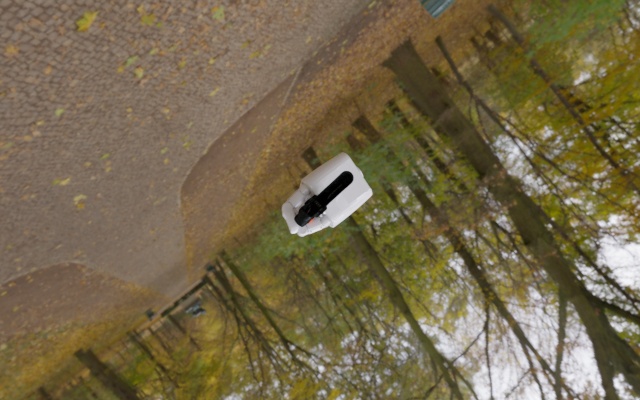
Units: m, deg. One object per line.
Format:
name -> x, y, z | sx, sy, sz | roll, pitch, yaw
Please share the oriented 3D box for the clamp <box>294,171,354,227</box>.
clamp -> 0.000, 0.003, 0.859 | 0.120, 0.039, 0.171 | -35, -1, -13
